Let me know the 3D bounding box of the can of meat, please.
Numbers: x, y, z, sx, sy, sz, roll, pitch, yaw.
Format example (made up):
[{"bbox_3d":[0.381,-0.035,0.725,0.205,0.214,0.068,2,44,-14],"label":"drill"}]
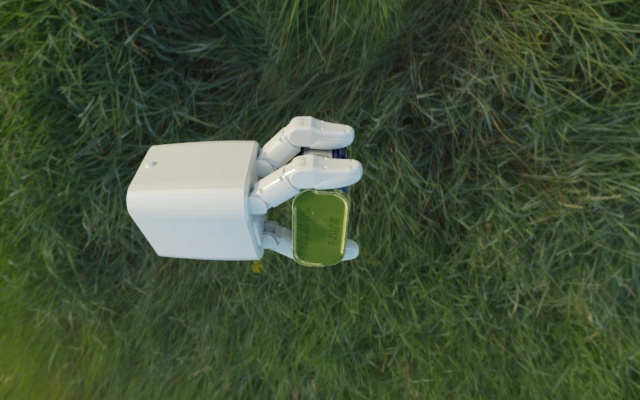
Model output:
[{"bbox_3d":[0.000,0.002,0.463,0.057,0.102,0.083,2,40,0],"label":"can of meat"}]
